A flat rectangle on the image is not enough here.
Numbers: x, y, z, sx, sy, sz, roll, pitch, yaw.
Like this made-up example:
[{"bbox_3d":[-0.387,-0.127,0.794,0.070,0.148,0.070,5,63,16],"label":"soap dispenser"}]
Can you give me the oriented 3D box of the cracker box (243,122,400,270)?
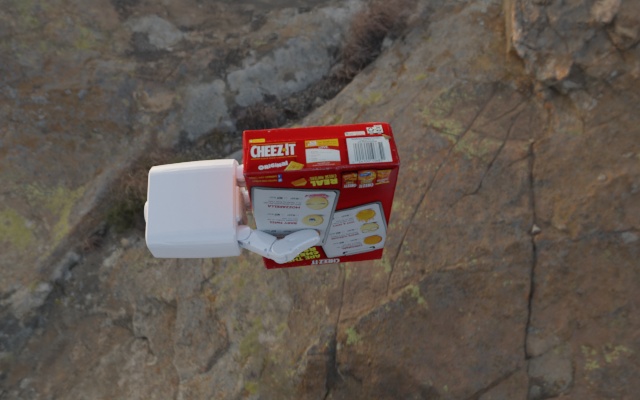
[{"bbox_3d":[0.000,0.002,0.589,0.164,0.072,0.214,-4,-34,-2],"label":"cracker box"}]
